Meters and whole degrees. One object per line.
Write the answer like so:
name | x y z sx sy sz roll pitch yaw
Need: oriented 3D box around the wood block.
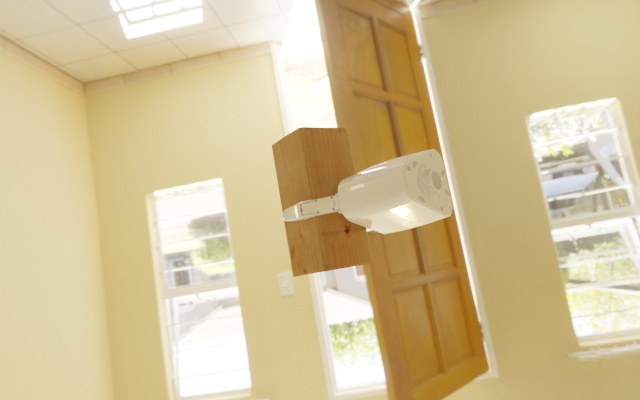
wood block | 0.000 0.002 0.718 0.091 0.206 0.090 -4 -10 -35
